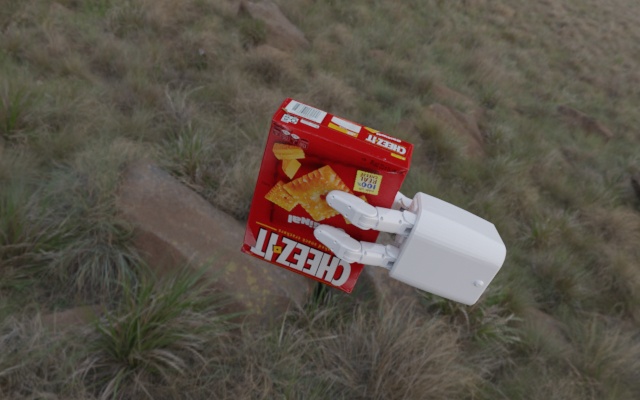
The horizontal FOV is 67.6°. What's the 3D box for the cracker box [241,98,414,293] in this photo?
[{"bbox_3d":[0.000,0.002,0.603,0.164,0.214,0.072,21,36,2],"label":"cracker box"}]
